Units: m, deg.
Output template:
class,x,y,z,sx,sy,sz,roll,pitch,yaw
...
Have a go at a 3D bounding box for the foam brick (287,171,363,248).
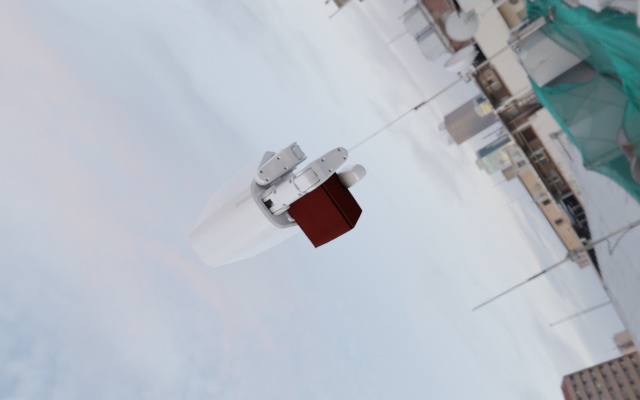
class,x,y,z,sx,sy,sz,roll,pitch,yaw
foam brick,0.000,0.002,0.516,0.051,0.078,0.053,-33,6,24
